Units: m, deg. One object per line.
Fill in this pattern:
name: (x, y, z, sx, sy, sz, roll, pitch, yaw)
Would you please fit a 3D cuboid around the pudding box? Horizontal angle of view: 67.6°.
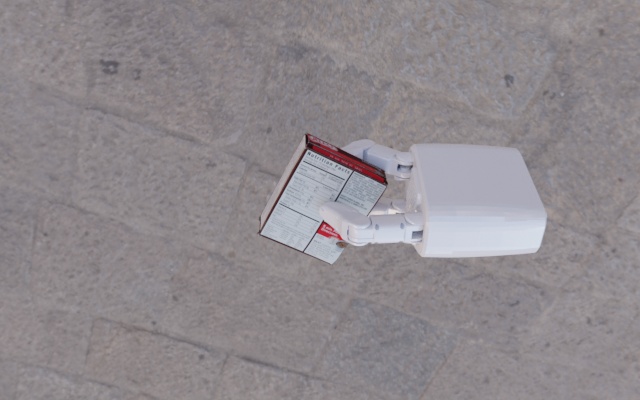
pudding box: (0.000, 0.002, 0.476, 0.090, 0.113, 0.039, 25, 25, -14)
